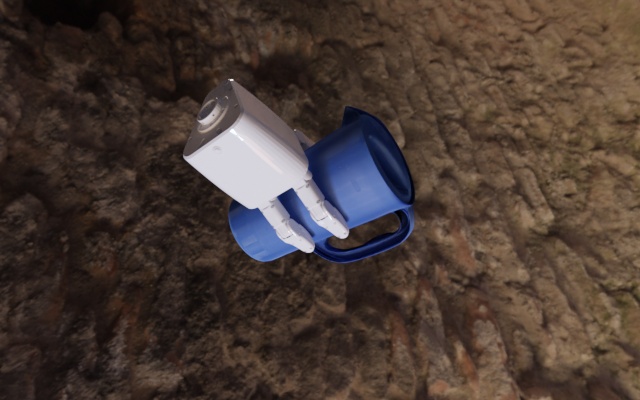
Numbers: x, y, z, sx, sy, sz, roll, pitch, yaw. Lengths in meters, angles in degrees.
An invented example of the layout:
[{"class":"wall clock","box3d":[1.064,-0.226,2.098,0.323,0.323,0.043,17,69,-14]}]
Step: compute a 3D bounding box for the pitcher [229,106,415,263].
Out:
[{"class":"pitcher","box3d":[0.000,0.002,0.650,0.243,0.149,0.145,-28,-45,26]}]
